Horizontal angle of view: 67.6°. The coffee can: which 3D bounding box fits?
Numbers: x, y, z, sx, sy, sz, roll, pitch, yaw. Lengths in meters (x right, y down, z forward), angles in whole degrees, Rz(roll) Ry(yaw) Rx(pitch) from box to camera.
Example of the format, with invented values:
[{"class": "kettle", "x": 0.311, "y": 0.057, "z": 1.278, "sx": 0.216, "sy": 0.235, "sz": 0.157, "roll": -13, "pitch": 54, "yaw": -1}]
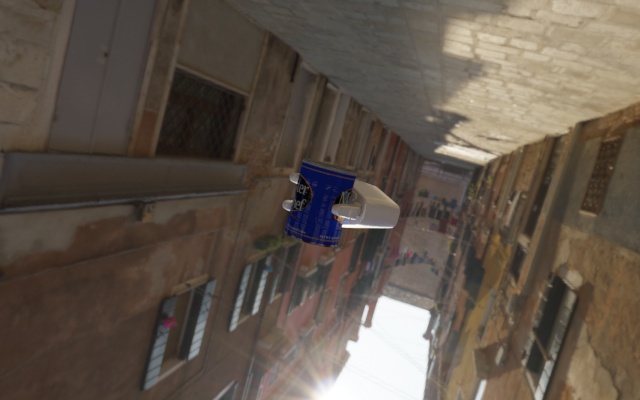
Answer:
[{"class": "coffee can", "x": 0.000, "y": 0.003, "z": 0.872, "sx": 0.103, "sy": 0.140, "sz": 0.103, "roll": 15, "pitch": 6, "yaw": -2}]
